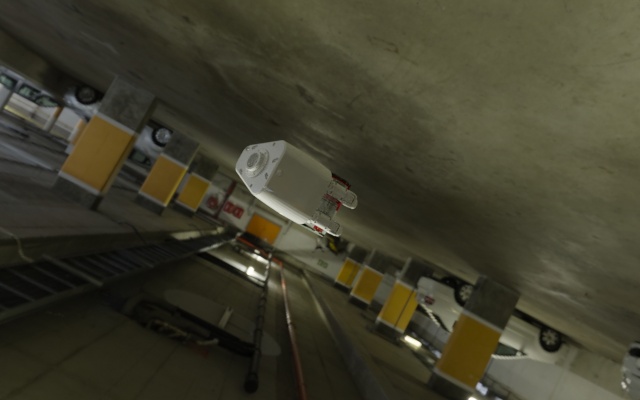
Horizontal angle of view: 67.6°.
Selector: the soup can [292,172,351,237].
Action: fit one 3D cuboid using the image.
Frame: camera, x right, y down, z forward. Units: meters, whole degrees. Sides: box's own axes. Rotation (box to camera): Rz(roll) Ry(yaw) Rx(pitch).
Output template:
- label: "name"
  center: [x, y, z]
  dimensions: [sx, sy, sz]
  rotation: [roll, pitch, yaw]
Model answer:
- label: "soup can"
  center: [0.000, 0.003, 0.825]
  dimensions: [0.068, 0.102, 0.068]
  rotation: [28, -5, 3]
